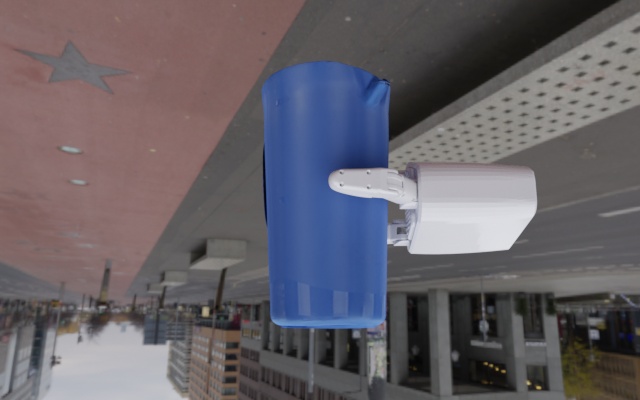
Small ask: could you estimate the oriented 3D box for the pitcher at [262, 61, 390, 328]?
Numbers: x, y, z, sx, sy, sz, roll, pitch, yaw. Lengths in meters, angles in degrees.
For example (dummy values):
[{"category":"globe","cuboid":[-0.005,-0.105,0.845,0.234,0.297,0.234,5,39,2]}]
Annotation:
[{"category":"pitcher","cuboid":[0.000,0.002,0.479,0.145,0.242,0.149,-1,-13,4]}]
